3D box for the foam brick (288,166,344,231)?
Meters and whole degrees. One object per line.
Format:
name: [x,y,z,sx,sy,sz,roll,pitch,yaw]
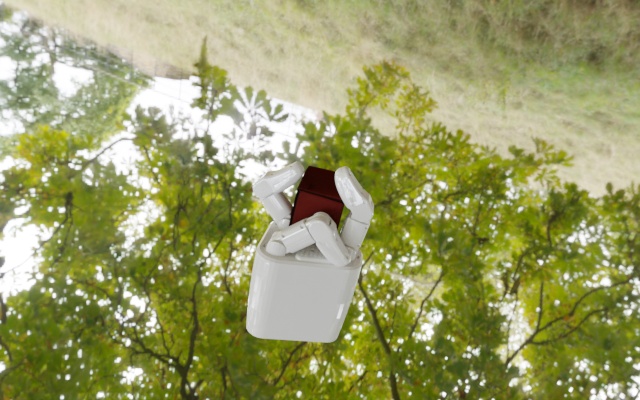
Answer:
foam brick: [0.000,0.002,0.528,0.053,0.051,0.078,15,24,3]
